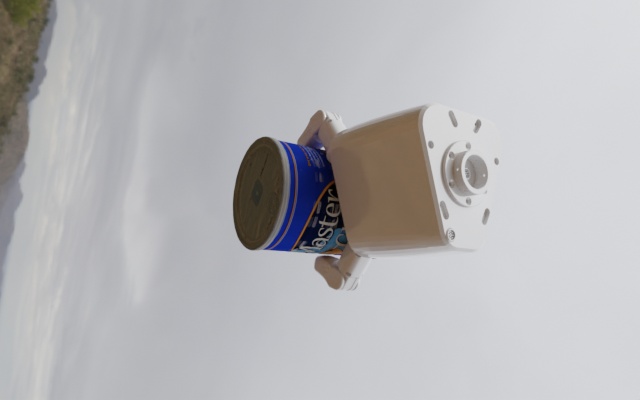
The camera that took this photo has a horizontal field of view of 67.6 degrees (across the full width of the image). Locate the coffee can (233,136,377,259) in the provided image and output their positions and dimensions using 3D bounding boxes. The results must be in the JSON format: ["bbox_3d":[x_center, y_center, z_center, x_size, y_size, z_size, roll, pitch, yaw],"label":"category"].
[{"bbox_3d":[0.000,0.002,0.463,0.140,0.103,0.103,8,-4,-32],"label":"coffee can"}]
